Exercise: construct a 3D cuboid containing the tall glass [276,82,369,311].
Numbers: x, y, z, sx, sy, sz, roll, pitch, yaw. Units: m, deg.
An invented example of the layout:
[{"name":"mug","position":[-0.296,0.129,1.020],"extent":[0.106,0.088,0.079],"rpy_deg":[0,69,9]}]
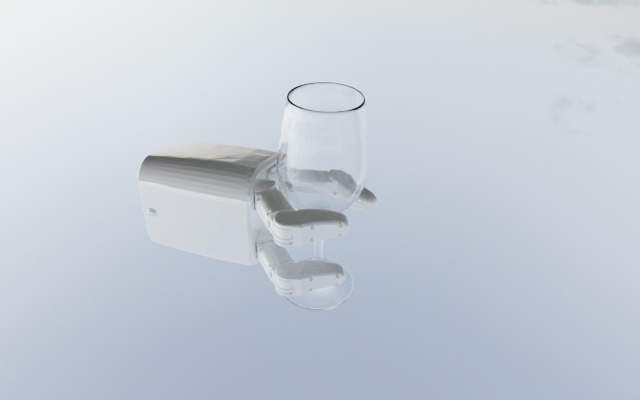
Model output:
[{"name":"tall glass","position":[0.000,0.002,0.426],"extent":[0.079,0.201,0.079],"rpy_deg":[2,34,-2]}]
